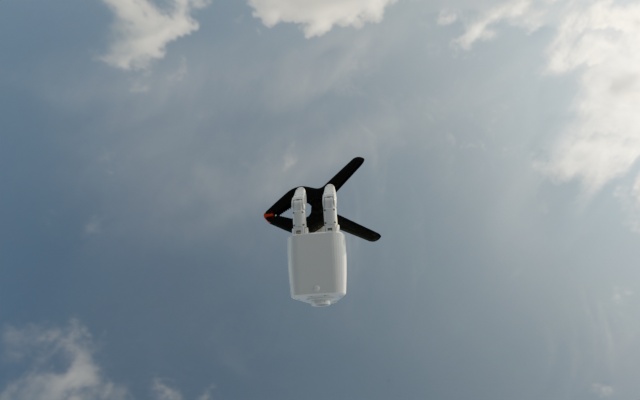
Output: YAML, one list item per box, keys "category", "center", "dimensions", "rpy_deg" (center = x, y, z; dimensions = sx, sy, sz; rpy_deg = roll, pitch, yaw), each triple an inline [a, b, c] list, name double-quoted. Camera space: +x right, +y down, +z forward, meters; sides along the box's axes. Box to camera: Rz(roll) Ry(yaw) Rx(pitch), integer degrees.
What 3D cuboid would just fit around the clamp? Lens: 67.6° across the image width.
- category: "clamp"
  center: [0.000, 0.003, 0.882]
  dimensions: [0.210, 0.164, 0.036]
  rpy_deg: [-5, -21, 6]
